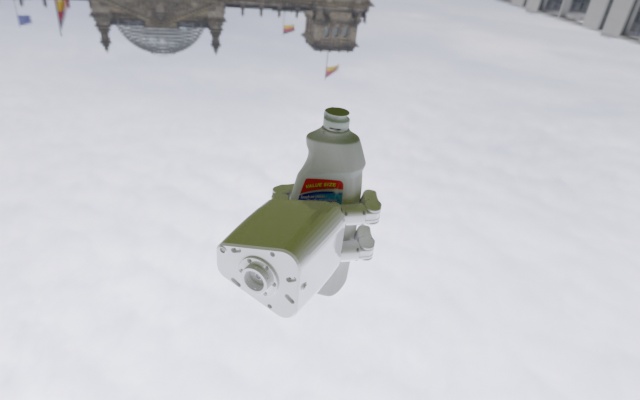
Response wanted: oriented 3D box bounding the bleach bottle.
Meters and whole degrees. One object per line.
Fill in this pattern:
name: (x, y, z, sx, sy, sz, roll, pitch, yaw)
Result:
bleach bottle: (0.000, 0.002, 0.615, 0.102, 0.251, 0.068, 19, 33, 20)
